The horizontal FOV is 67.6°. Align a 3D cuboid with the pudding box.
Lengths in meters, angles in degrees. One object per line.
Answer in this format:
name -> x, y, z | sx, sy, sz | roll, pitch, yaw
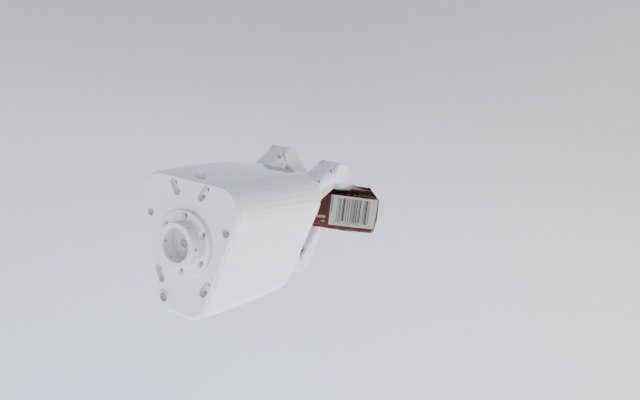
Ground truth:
pudding box -> 0.000, 0.002, 0.504 | 0.113, 0.039, 0.090 | 9, 10, -1
